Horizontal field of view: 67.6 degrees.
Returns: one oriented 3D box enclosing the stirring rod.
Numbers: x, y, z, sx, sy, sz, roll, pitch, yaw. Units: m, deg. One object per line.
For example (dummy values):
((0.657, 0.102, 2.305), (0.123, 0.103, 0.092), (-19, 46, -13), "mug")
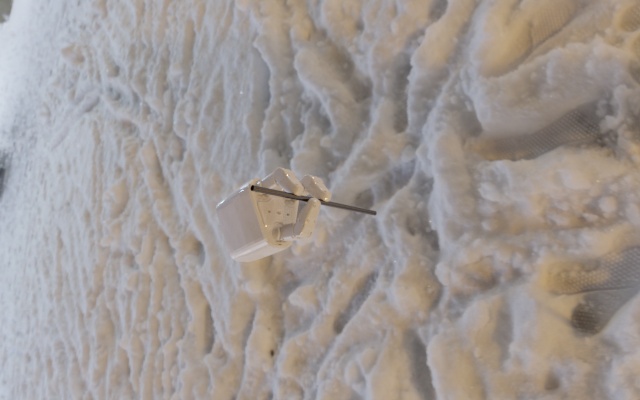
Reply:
((0.000, 0.002, 0.696), (0.239, 0.011, 0.011), (12, -8, -41), "stirring rod")
